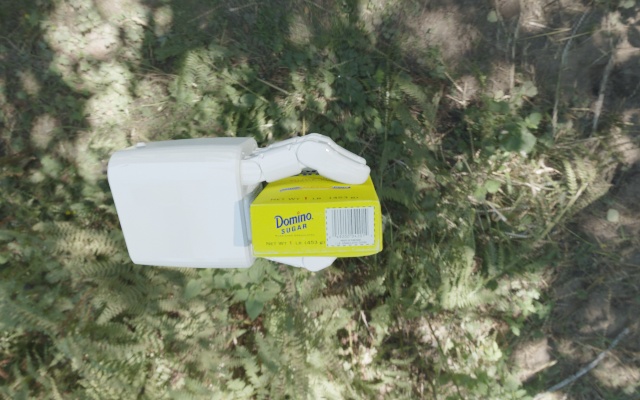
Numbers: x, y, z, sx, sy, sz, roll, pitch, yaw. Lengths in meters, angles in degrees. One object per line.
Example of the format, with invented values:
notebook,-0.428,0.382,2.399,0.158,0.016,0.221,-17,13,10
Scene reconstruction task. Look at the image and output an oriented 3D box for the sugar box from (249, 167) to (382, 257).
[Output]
sugar box,0.000,0.001,0.416,0.093,0.048,0.176,-1,15,2
